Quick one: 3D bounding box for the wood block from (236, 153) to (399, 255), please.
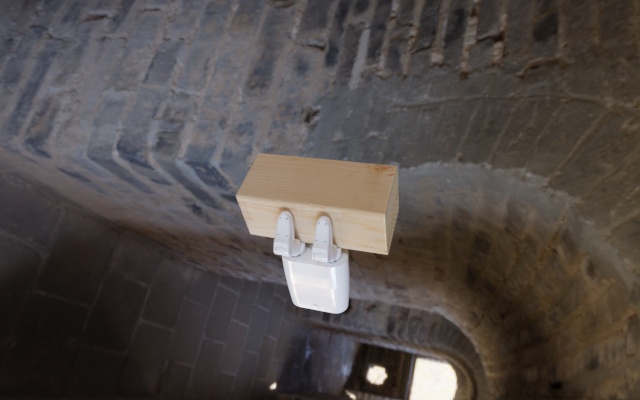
[{"bbox_3d":[0.000,0.002,0.676,0.206,0.090,0.090,7,-41,17],"label":"wood block"}]
